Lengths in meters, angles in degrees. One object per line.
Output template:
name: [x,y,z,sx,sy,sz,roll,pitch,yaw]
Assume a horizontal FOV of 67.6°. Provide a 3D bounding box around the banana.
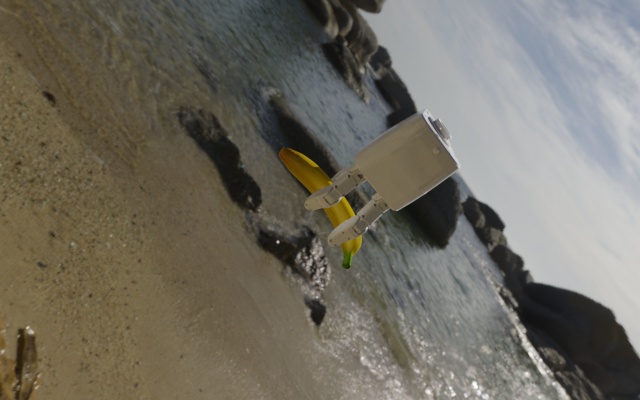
banana: [0.010,0.002,0.709,0.037,0.198,0.069,-33,-4,27]
